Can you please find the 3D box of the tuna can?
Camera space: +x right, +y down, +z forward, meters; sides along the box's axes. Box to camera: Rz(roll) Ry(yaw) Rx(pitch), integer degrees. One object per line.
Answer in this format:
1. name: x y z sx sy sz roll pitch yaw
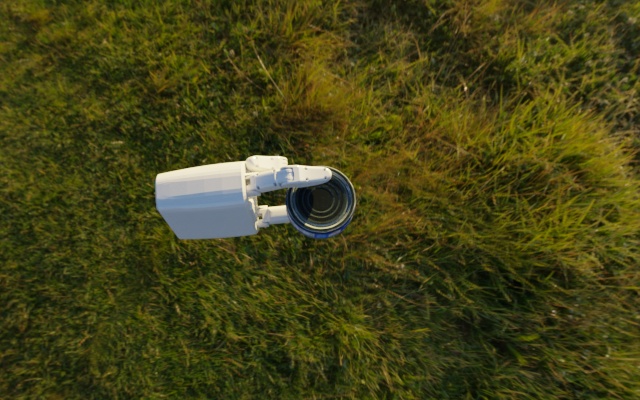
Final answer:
1. tuna can: 0.000 0.002 0.580 0.086 0.086 0.034 0 -14 -2
